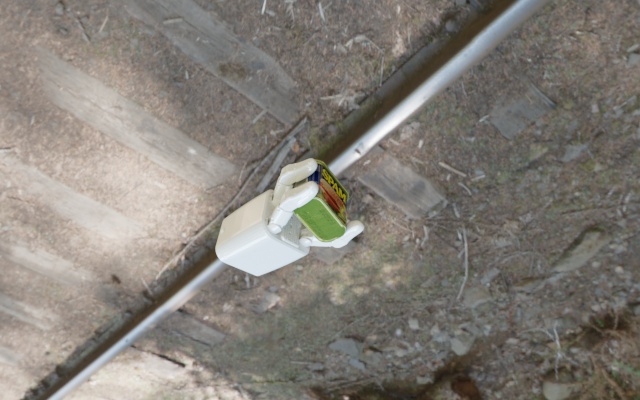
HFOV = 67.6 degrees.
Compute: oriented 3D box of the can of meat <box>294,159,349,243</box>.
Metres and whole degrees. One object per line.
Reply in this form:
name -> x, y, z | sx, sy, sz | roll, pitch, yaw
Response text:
can of meat -> 0.000, 0.003, 0.734 | 0.057, 0.083, 0.102 | -25, -54, 23
